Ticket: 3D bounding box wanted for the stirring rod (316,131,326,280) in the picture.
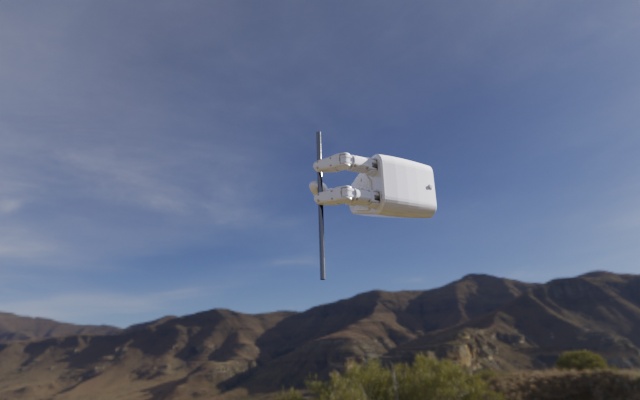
[{"bbox_3d":[0.000,0.003,0.740,0.011,0.239,0.011,-1,-19,-1],"label":"stirring rod"}]
